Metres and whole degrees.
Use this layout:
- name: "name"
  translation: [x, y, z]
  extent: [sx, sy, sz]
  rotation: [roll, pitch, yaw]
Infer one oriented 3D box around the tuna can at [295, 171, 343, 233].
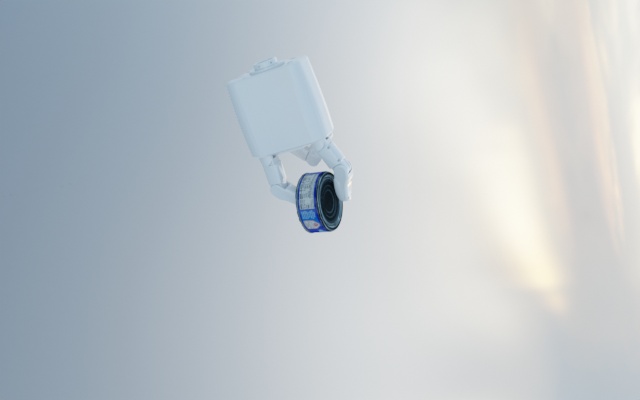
- name: "tuna can"
  translation: [0.001, 0.002, 0.664]
  extent: [0.034, 0.086, 0.086]
  rotation: [-5, -2, 26]
